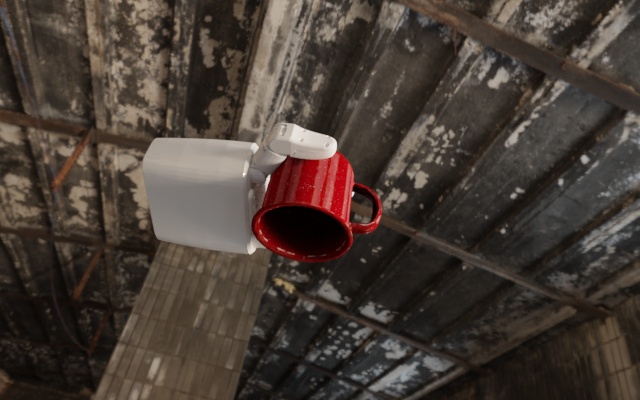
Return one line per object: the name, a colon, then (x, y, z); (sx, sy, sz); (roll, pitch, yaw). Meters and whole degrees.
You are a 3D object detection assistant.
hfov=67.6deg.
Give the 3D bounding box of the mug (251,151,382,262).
mug: (0.002, 0.001, 0.456); (0.117, 0.081, 0.093); (6, -38, 5)
